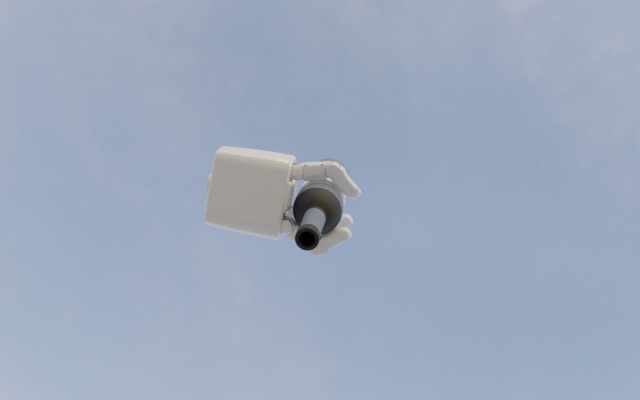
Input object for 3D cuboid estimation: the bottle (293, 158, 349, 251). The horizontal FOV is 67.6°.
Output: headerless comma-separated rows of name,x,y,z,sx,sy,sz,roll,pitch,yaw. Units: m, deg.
bottle,0.000,0.002,0.667,0.069,0.069,0.295,0,16,6
